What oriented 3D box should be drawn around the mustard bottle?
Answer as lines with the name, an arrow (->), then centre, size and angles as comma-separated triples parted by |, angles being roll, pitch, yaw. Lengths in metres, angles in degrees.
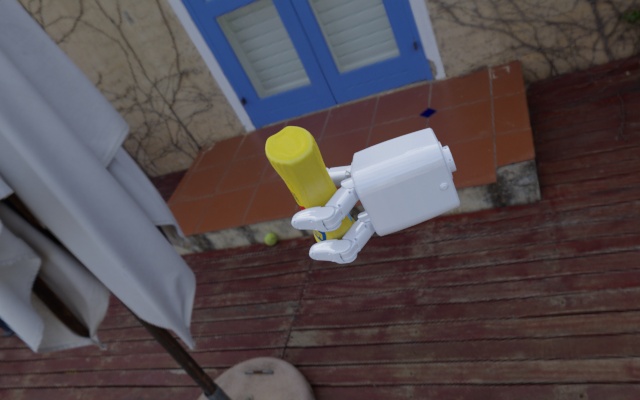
mustard bottle -> 0.000, 0.002, 0.608 | 0.058, 0.192, 0.096 | -33, 33, -7
